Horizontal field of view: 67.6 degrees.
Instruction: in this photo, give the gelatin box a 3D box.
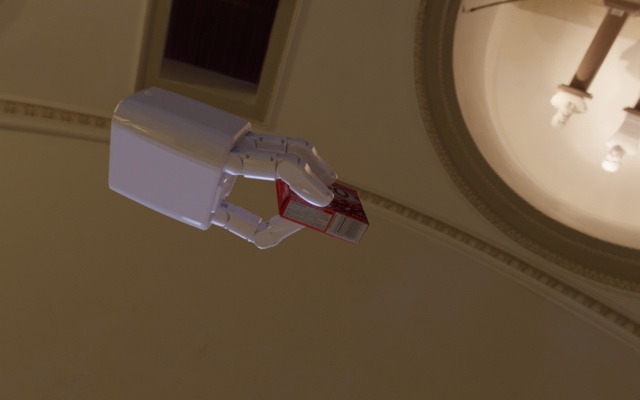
[{"bbox_3d":[0.000,0.002,0.487,0.089,0.030,0.073,21,23,-17],"label":"gelatin box"}]
